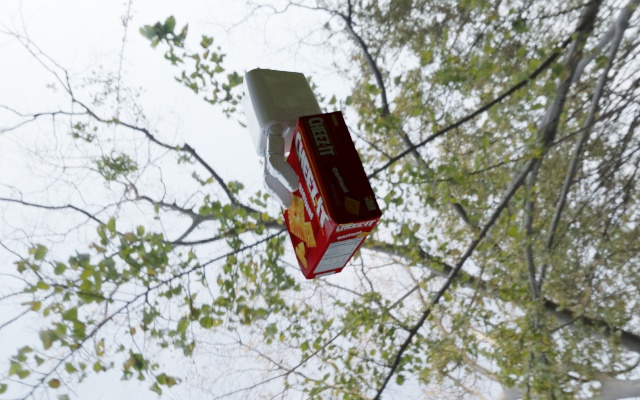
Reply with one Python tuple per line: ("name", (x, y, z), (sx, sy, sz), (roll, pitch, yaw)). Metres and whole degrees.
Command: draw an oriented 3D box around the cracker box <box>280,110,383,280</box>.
("cracker box", (0.000, 0.002, 0.692), (0.072, 0.164, 0.214), (-12, -24, -18))
